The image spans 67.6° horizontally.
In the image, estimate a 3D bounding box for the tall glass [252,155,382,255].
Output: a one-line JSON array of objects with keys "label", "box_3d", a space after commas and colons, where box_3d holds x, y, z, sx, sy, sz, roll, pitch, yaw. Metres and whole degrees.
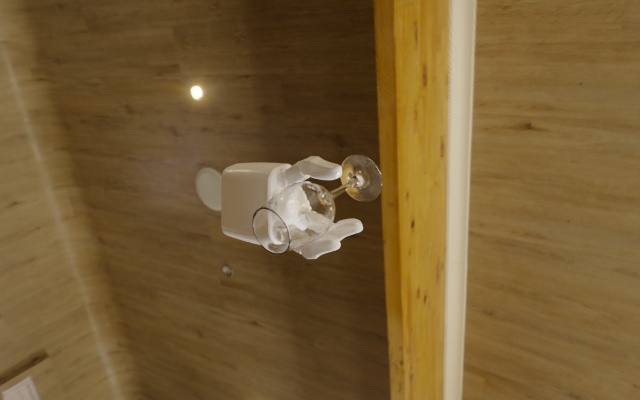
[{"label": "tall glass", "box_3d": [0.001, 0.002, 0.640, 0.079, 0.079, 0.201, 0, 21, 40]}]
